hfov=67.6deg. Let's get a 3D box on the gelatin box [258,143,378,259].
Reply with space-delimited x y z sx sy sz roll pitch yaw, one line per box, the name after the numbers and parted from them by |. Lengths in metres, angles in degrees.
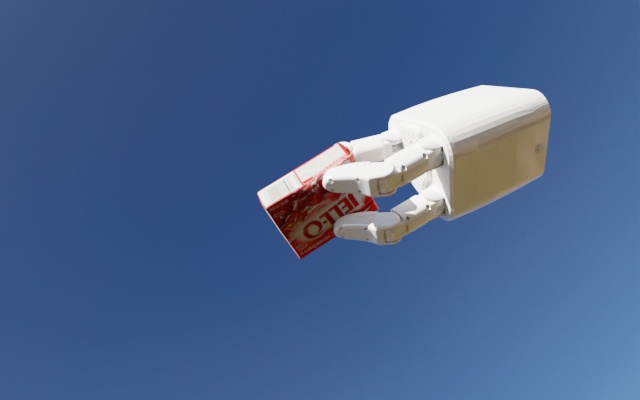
0.000 0.001 0.431 0.089 0.073 0.030 -32 40 -2 | gelatin box
